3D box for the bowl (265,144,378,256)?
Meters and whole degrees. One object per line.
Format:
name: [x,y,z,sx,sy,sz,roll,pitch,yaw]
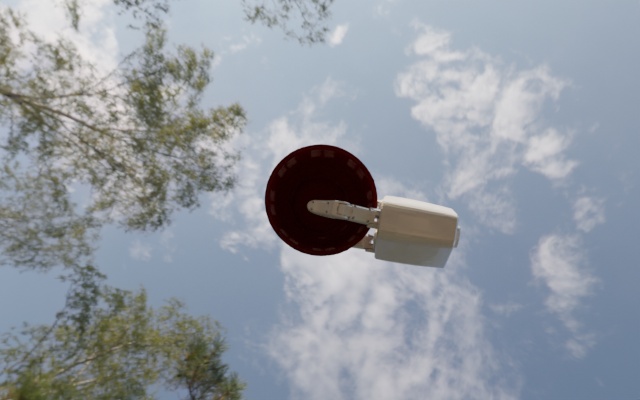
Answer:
bowl: [-0.001,0.002,0.702,0.162,0.162,0.055,0,-10,-3]
